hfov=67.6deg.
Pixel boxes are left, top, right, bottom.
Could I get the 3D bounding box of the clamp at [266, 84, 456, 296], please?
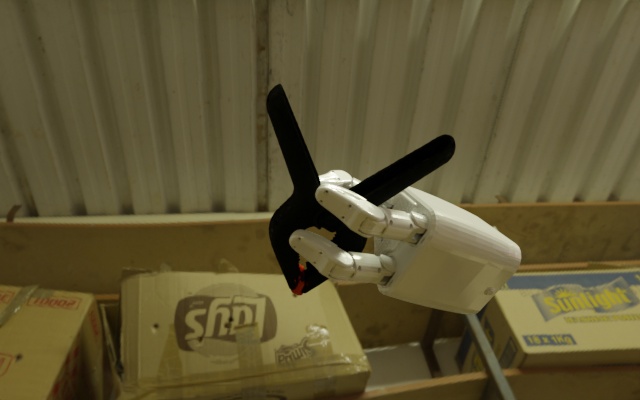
[{"bbox_3d":[0.000,0.001,0.436,0.164,0.210,0.036,21,31,-16],"label":"clamp"}]
